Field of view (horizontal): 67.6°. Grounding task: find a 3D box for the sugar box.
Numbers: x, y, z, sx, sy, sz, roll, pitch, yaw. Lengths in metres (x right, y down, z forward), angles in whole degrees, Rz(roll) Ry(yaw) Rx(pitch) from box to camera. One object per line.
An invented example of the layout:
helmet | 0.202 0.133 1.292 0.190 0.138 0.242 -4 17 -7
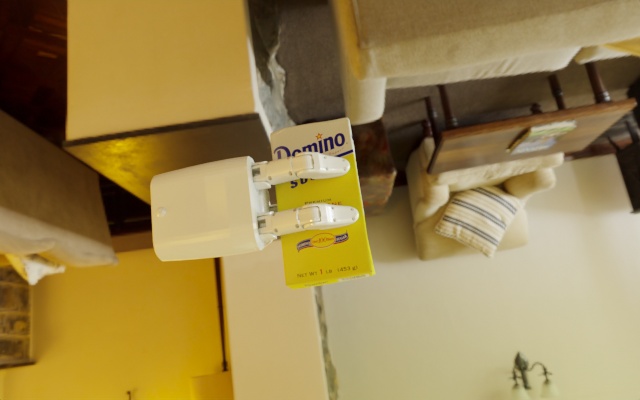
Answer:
sugar box | 0.000 0.002 0.523 0.093 0.176 0.048 -10 -15 5
